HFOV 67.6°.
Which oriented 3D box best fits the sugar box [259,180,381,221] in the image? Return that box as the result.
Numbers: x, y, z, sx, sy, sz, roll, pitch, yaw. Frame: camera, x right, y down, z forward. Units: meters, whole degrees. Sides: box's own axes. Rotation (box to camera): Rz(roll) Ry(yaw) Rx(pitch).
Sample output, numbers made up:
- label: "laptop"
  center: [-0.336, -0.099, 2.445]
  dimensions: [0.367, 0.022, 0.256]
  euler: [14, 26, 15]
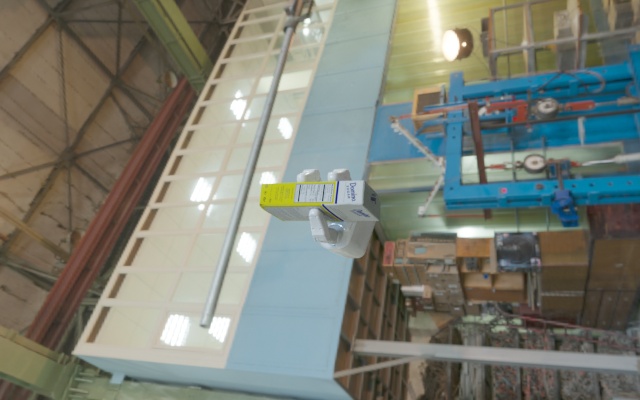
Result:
- label: "sugar box"
  center: [0.000, 0.002, 0.766]
  dimensions: [0.176, 0.048, 0.093]
  euler: [-3, -19, 22]
